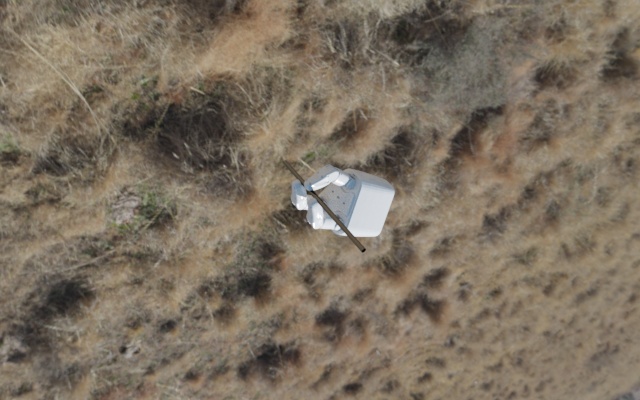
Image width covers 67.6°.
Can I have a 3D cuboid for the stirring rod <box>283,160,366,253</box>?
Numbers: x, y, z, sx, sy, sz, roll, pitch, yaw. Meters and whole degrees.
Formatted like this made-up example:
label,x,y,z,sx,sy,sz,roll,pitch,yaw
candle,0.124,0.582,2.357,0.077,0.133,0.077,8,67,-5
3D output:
label,x,y,z,sx,sy,sz,roll,pitch,yaw
stirring rod,0.000,0.002,0.768,0.011,0.011,0.239,0,36,-40
